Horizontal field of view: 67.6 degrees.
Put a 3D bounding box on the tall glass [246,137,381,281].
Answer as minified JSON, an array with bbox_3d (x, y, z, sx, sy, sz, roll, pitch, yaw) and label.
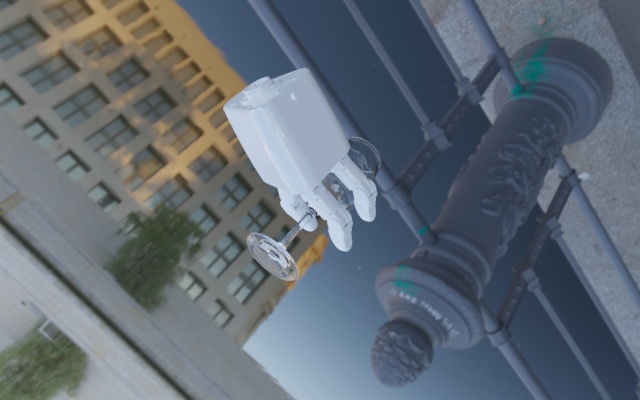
[{"bbox_3d":[0.000,0.003,0.596,0.079,0.079,0.201,0,39,47],"label":"tall glass"}]
